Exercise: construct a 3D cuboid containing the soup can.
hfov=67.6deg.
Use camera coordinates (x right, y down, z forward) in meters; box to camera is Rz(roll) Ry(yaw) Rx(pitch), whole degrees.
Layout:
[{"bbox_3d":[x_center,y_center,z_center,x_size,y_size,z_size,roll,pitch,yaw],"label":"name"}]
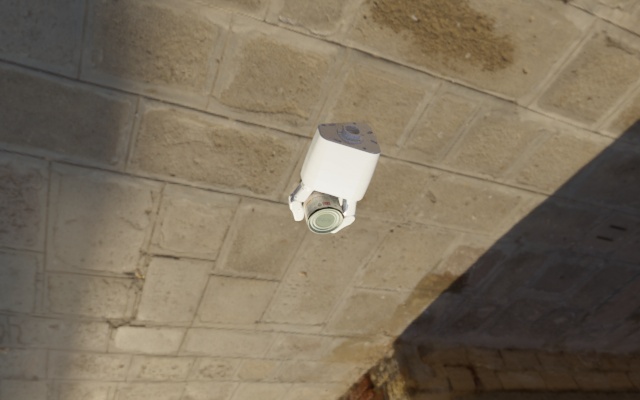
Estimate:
[{"bbox_3d":[0.000,0.003,0.885,0.068,0.069,0.102,0,43,-15],"label":"soup can"}]
